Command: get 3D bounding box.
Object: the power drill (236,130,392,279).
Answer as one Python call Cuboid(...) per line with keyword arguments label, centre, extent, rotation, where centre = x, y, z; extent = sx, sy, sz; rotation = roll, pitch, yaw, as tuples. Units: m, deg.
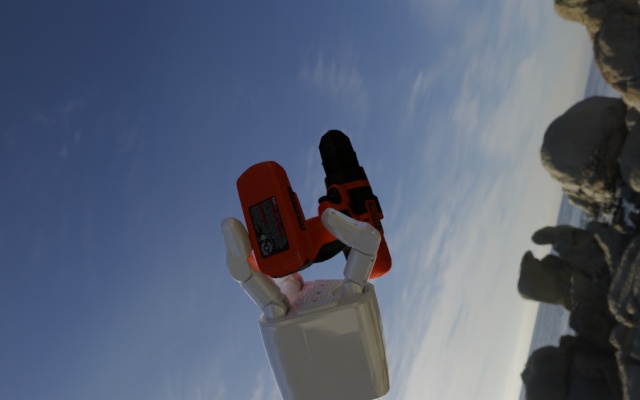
Cuboid(label="power drill", centre=(0.000, 0.002, 0.508), extent=(0.057, 0.184, 0.187), rotation=(-27, -15, 34))
